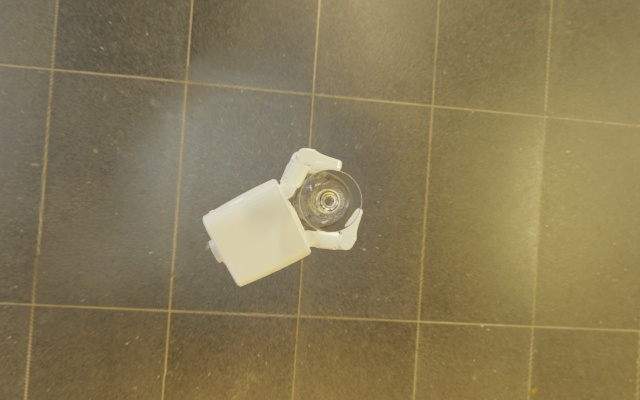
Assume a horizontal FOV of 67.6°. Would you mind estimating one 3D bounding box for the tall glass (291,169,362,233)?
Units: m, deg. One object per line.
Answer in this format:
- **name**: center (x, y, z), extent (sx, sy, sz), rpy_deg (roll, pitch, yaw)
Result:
- **tall glass**: center (0.000, 0.002, 0.653), extent (0.079, 0.079, 0.201), rpy_deg (0, -1, -6)
